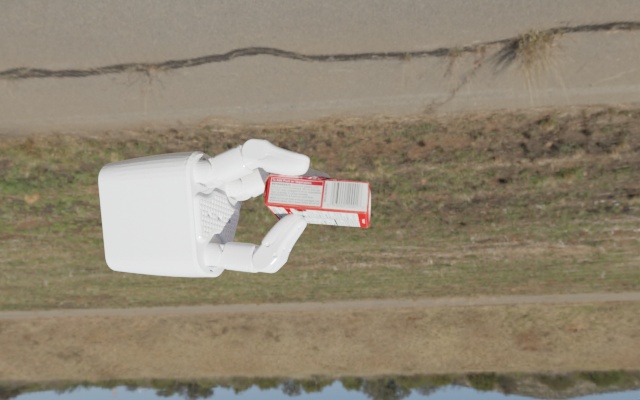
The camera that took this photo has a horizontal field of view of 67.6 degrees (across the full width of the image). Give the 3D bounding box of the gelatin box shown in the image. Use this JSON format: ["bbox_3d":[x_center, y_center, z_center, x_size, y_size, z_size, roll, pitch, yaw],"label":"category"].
[{"bbox_3d":[0.000,0.002,0.428,0.089,0.030,0.073,5,-12,8],"label":"gelatin box"}]
